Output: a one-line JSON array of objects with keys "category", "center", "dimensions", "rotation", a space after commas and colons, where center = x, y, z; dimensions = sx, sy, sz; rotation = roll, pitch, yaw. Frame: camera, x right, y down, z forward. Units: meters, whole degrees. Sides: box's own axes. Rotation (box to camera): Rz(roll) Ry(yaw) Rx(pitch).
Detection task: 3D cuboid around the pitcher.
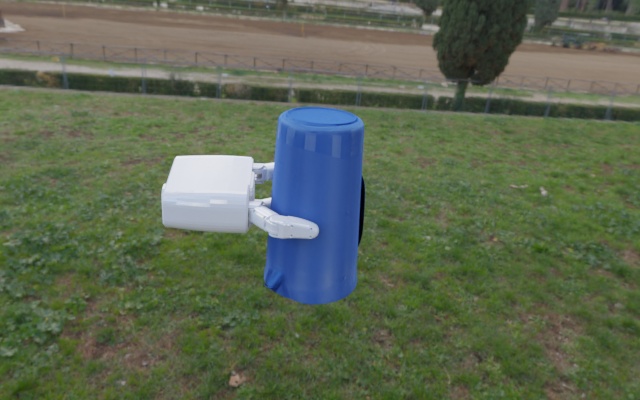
[{"category": "pitcher", "center": [0.000, 0.002, 0.646], "dimensions": [0.145, 0.243, 0.149], "rotation": [3, 24, -3]}]
